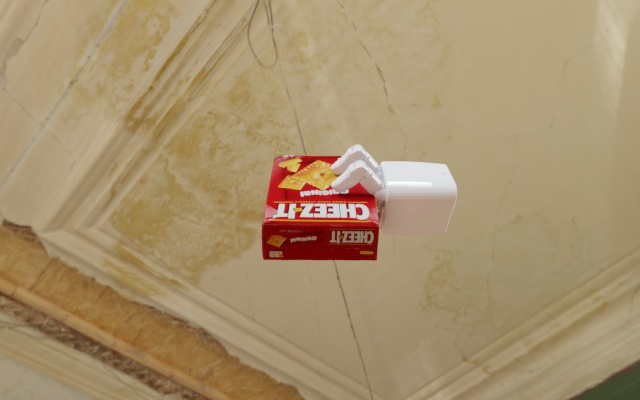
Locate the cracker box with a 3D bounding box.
[{"bbox_3d":[0.000,0.003,0.748,0.164,0.072,0.213,0,31,0],"label":"cracker box"}]
